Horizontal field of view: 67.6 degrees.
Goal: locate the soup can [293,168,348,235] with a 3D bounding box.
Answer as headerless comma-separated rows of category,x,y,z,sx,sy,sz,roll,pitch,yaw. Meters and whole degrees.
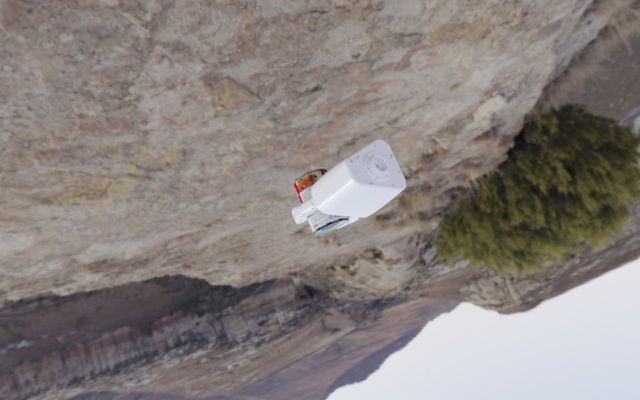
soup can,0.000,0.003,0.856,0.068,0.102,0.068,-22,-13,-5
